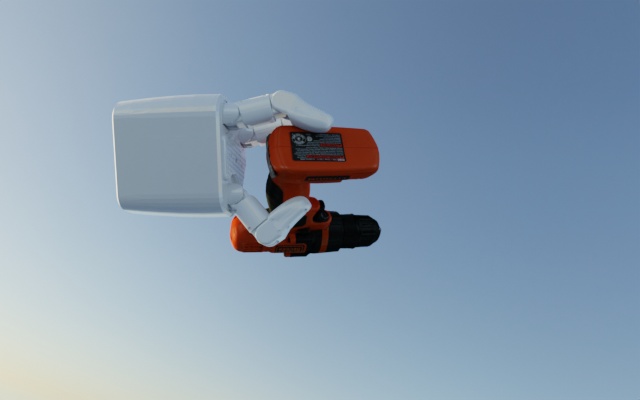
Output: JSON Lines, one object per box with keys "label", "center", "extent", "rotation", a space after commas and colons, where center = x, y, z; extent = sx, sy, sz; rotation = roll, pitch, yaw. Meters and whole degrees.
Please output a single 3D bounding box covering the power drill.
{"label": "power drill", "center": [0.000, 0.001, 0.519], "extent": [0.184, 0.057, 0.188], "rotation": [-1, -34, -16]}
